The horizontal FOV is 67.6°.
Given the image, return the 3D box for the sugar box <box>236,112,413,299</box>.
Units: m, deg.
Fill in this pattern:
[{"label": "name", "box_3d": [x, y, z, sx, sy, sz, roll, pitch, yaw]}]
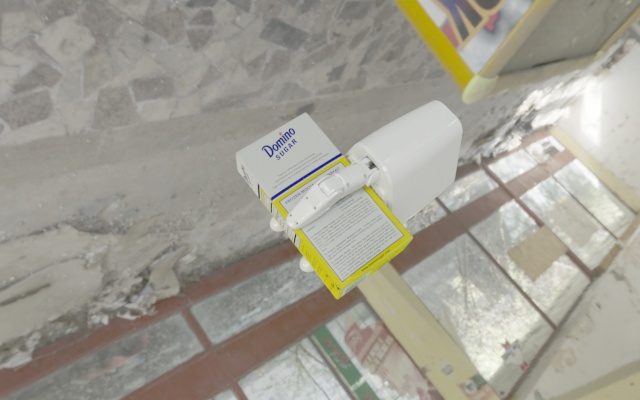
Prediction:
[{"label": "sugar box", "box_3d": [0.000, 0.002, 0.490, 0.093, 0.176, 0.048, -33, -19, -18]}]
